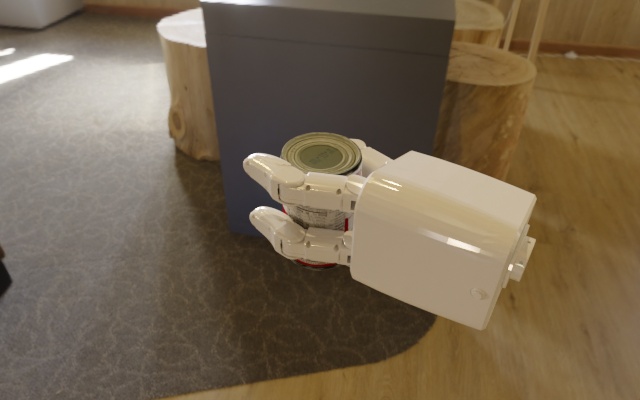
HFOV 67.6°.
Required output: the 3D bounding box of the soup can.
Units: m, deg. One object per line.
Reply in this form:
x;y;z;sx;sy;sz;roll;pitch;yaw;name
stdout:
0.000;0.001;0.415;0.068;0.102;0.068;1;39;0;soup can
